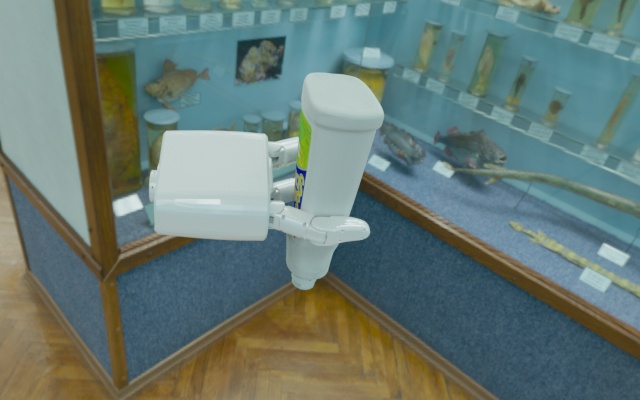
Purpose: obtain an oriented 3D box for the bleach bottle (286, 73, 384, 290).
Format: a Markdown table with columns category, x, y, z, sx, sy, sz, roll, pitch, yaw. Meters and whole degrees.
| category | x | y | z | sx | sy | sz | roll | pitch | yaw |
| --- | --- | --- | --- | --- | --- | --- | --- | --- | --- |
| bleach bottle | 0.000 | 0.002 | 0.506 | 0.068 | 0.251 | 0.102 | 2 | 35 | -13 |
